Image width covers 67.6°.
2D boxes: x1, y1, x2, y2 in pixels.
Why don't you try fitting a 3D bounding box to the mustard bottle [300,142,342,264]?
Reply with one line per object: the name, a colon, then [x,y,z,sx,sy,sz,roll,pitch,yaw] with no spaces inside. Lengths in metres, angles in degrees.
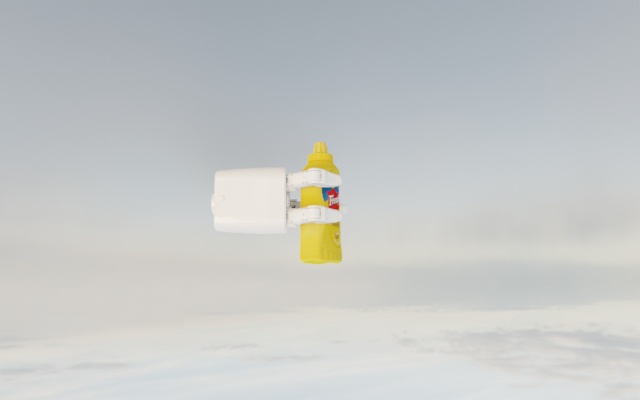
mustard bottle: [0.000,0.003,0.750,0.058,0.191,0.096,-5,-11,22]
